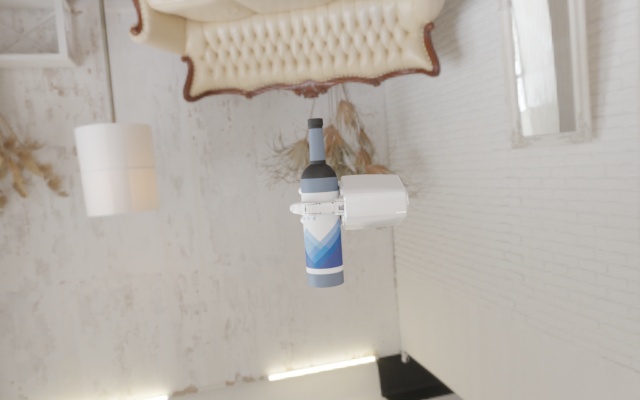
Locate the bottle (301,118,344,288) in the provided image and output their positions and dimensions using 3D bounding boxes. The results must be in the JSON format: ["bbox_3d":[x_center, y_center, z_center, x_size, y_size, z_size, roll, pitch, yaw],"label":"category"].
[{"bbox_3d":[0.000,0.003,0.851,0.069,0.296,0.069,-4,4,0],"label":"bottle"}]
